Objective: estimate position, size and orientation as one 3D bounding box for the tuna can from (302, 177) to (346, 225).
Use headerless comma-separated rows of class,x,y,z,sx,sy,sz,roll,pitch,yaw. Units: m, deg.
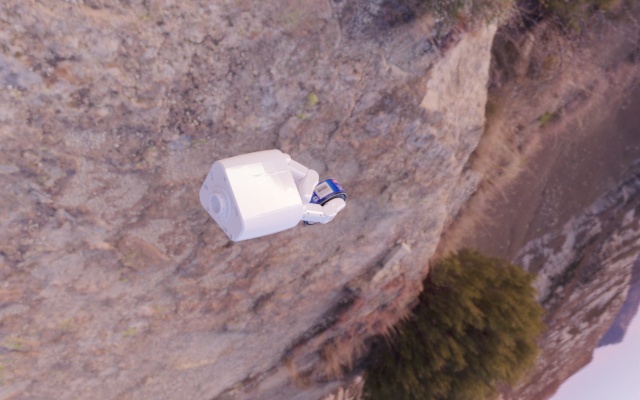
tuna can,0.000,0.003,0.785,0.086,0.033,0.086,-32,-20,-13
